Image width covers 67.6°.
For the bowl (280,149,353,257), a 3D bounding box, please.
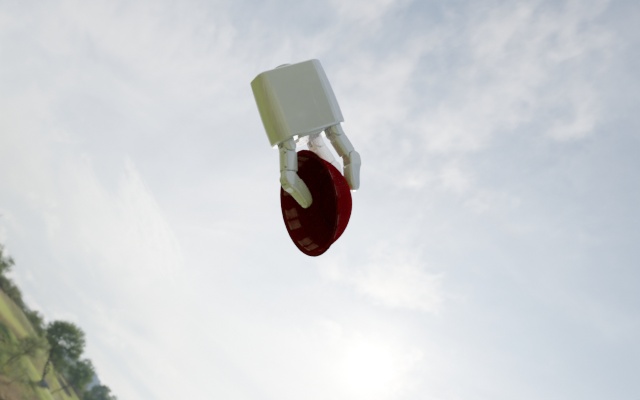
[{"bbox_3d":[0.001,0.004,0.728,0.055,0.162,0.162,-6,3,-33],"label":"bowl"}]
